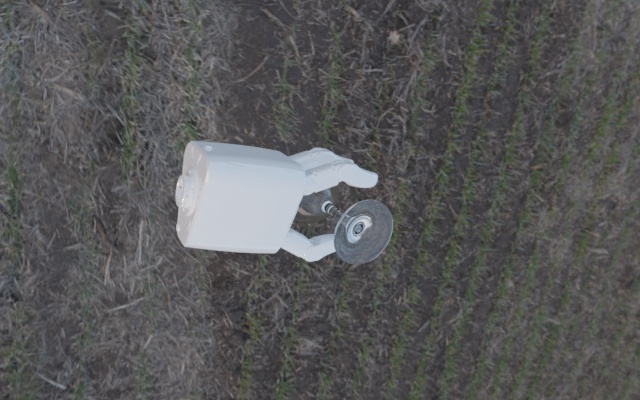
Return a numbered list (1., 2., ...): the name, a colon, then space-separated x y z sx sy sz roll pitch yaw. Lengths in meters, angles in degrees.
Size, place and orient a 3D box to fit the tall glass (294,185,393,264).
1. tall glass: 0.001 0.002 0.588 0.079 0.079 0.201 0 19 -29
